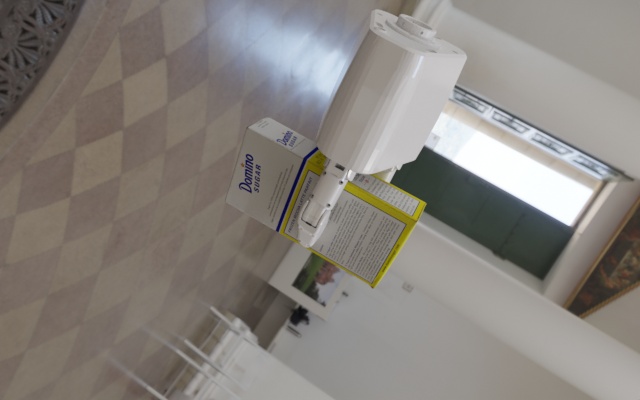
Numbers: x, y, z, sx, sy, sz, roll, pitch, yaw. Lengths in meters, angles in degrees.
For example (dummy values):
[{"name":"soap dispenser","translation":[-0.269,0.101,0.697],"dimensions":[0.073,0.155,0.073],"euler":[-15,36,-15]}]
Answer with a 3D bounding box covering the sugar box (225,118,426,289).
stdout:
[{"name":"sugar box","translation":[0.000,0.001,0.460],"dimensions":[0.176,0.093,0.048],"euler":[31,34,10]}]
